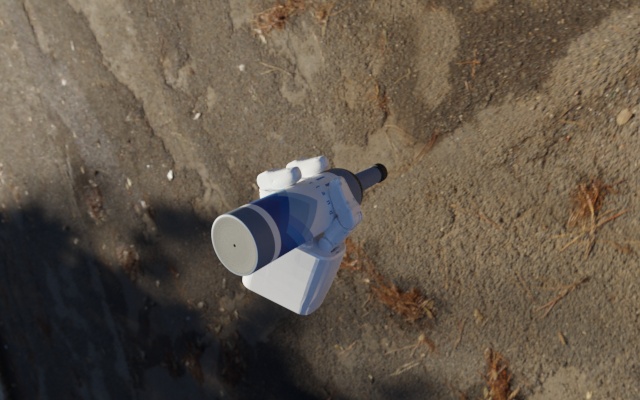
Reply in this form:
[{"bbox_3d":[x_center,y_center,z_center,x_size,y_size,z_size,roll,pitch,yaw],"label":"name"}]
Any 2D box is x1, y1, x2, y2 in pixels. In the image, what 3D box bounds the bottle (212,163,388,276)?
[{"bbox_3d":[0.000,0.002,0.587,0.069,0.069,0.295,0,17,38],"label":"bottle"}]
